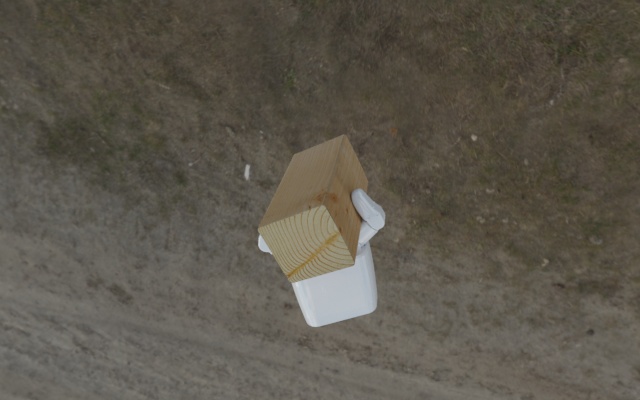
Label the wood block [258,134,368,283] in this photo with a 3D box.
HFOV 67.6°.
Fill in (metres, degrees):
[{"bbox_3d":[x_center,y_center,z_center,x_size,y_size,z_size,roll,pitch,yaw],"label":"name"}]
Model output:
[{"bbox_3d":[0.001,0.002,0.640,0.091,0.090,0.206,-19,25,20],"label":"wood block"}]
